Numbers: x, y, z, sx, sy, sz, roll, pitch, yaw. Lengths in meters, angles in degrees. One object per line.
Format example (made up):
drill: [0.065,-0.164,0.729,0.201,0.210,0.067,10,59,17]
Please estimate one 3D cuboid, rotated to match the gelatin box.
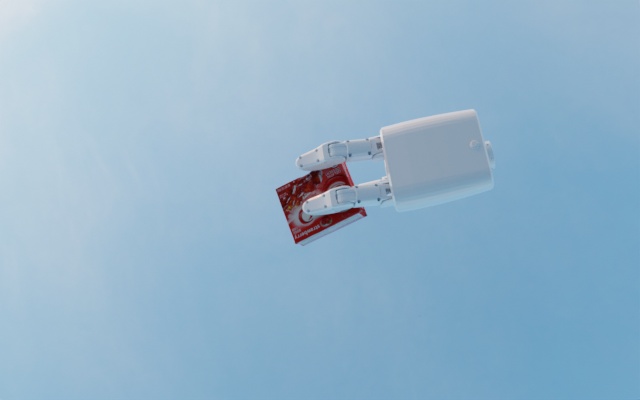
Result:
gelatin box: [0.000,0.002,0.561,0.089,0.073,0.030,-26,-19,14]
